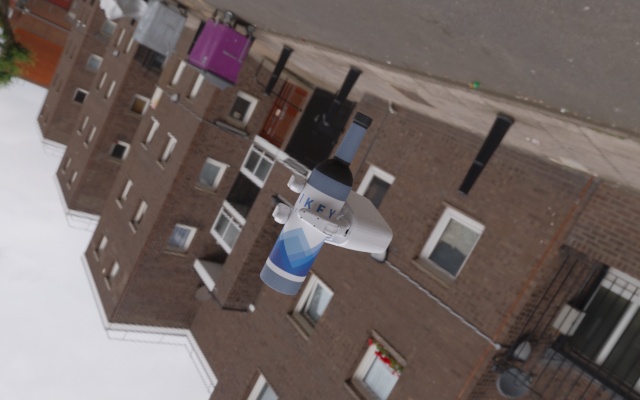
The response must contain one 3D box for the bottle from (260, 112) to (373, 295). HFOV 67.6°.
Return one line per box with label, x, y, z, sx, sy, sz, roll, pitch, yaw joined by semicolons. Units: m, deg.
bottle;0.000;0.003;0.735;0.069;0.296;0.069;27;9;-4
